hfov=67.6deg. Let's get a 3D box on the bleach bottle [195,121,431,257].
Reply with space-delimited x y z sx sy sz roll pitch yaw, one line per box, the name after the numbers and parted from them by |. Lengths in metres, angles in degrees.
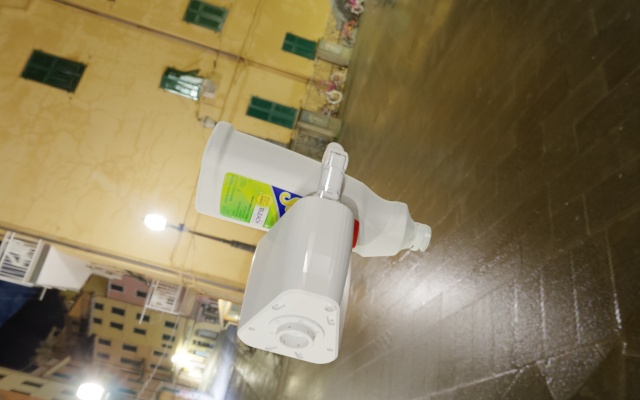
0.000 0.002 0.510 0.251 0.068 0.103 17 -46 -7 | bleach bottle
